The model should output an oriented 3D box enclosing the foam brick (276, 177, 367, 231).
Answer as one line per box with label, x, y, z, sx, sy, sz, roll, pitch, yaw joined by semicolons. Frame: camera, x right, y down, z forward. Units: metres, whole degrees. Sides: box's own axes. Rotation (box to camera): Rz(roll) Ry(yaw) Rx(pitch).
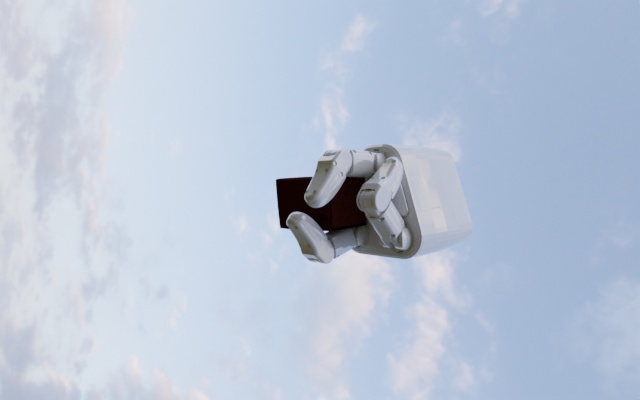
foam brick;0.000;0.001;0.480;0.051;0.053;0.078;-7;6;-44
